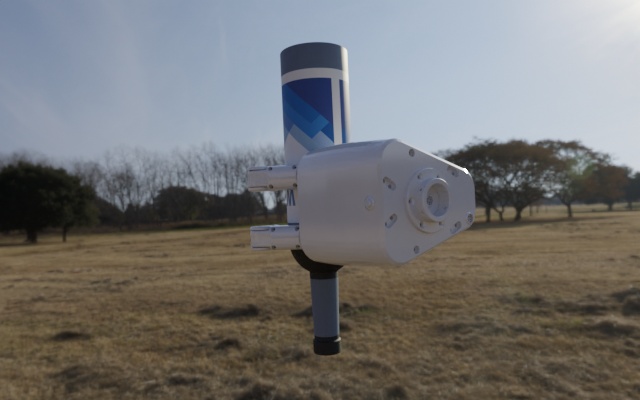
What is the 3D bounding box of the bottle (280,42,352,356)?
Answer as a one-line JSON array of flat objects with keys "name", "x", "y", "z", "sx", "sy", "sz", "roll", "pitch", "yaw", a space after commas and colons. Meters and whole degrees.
[{"name": "bottle", "x": 0.000, "y": 0.001, "z": 0.470, "sx": 0.069, "sy": 0.295, "sz": 0.069, "roll": -3, "pitch": -1, "yaw": 0}]
